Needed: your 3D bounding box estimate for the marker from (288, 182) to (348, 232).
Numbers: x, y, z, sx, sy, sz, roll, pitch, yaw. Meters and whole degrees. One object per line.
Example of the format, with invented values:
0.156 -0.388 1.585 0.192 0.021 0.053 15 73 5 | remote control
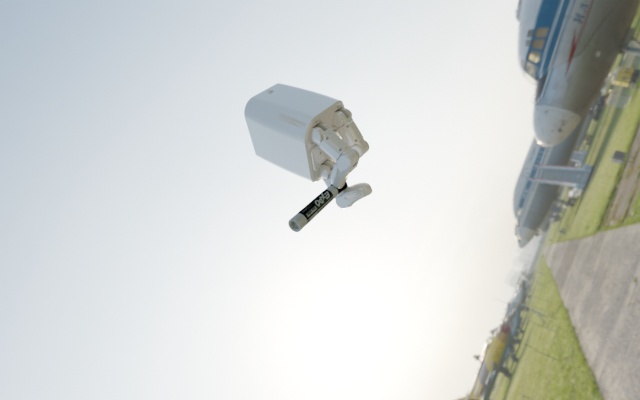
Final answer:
0.000 0.002 0.618 0.020 0.020 0.121 0 29 37 | marker
